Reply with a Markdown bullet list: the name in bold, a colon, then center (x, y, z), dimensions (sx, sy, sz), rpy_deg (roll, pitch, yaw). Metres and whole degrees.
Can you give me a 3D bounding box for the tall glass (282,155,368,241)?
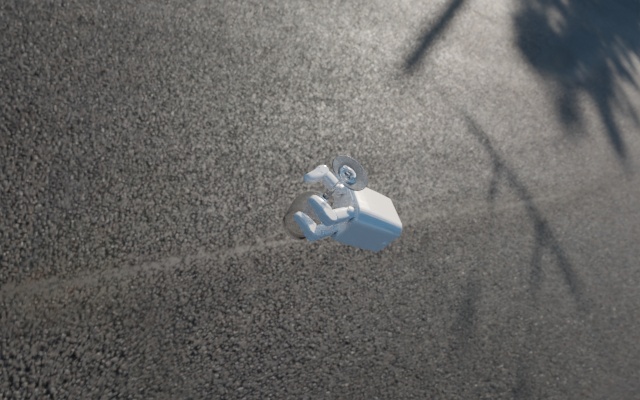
- **tall glass**: center (0.000, 0.002, 0.891), dimensions (0.079, 0.079, 0.201), rpy_deg (0, -31, -38)
